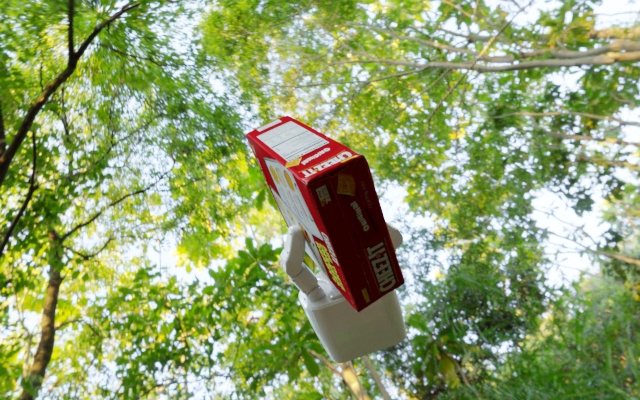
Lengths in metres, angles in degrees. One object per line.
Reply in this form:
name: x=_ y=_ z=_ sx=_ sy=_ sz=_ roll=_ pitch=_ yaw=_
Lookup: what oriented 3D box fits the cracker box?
cracker box: x=0.000 y=0.002 z=0.558 sx=0.072 sy=0.164 sz=0.213 roll=-29 pitch=29 yaw=-13
